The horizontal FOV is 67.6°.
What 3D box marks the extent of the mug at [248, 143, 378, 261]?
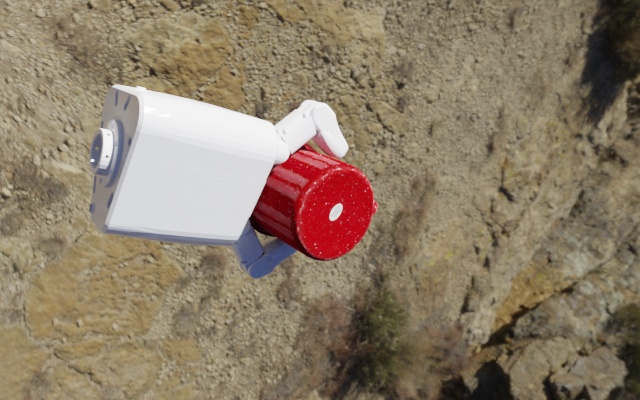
[{"bbox_3d":[0.001,0.002,0.415,0.117,0.093,0.081,6,13,-39],"label":"mug"}]
